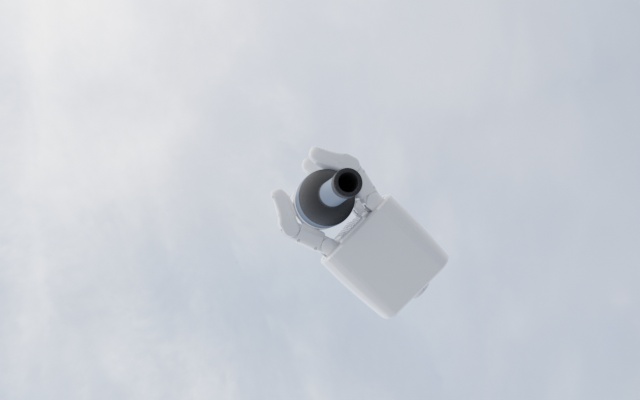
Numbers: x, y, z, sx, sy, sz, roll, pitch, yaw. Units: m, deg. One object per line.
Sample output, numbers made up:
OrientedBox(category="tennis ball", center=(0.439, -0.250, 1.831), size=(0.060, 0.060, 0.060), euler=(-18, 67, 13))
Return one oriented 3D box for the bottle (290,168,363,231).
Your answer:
OrientedBox(category="bottle", center=(0.000, 0.002, 0.578), size=(0.069, 0.069, 0.296), euler=(0, -7, -10))
